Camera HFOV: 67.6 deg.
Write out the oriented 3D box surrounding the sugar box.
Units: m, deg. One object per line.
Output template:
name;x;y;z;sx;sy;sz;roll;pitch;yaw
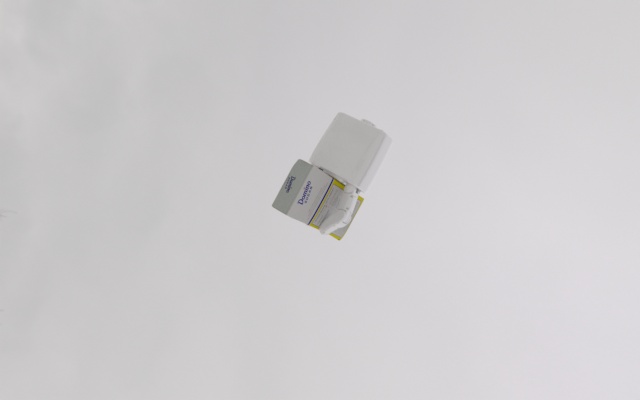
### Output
sugar box;0.000;0.002;0.835;0.048;0.093;0.176;28;-1;40
